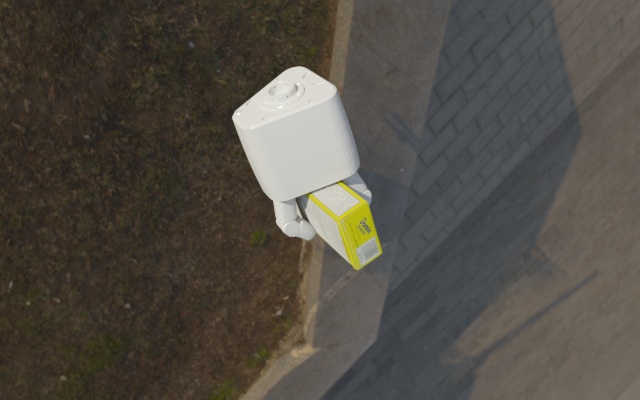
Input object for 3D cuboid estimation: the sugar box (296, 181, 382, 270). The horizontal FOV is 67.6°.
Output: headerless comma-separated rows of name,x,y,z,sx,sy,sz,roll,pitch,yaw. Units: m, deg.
sugar box,0.001,0.002,0.596,0.048,0.093,0.176,-33,44,-13
